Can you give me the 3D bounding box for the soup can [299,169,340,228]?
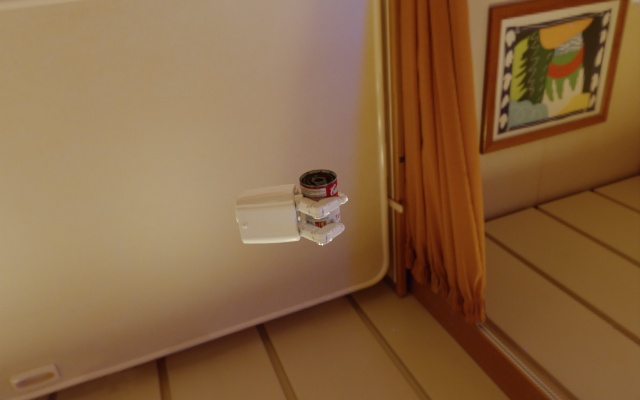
[{"bbox_3d":[0.001,0.003,0.878,0.068,0.102,0.068,-5,28,3],"label":"soup can"}]
